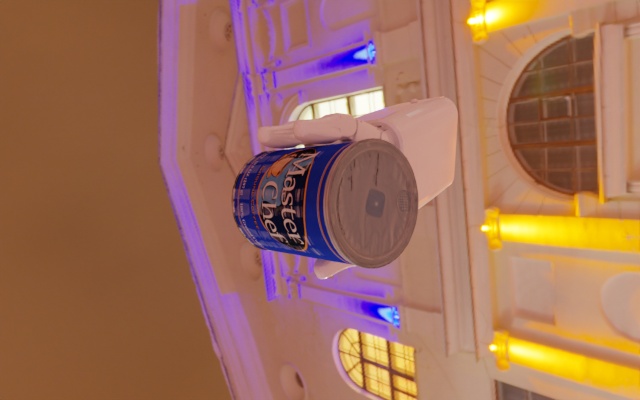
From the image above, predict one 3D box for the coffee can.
[{"bbox_3d":[0.000,0.002,0.427,0.103,0.103,0.140,0,1,-40],"label":"coffee can"}]
